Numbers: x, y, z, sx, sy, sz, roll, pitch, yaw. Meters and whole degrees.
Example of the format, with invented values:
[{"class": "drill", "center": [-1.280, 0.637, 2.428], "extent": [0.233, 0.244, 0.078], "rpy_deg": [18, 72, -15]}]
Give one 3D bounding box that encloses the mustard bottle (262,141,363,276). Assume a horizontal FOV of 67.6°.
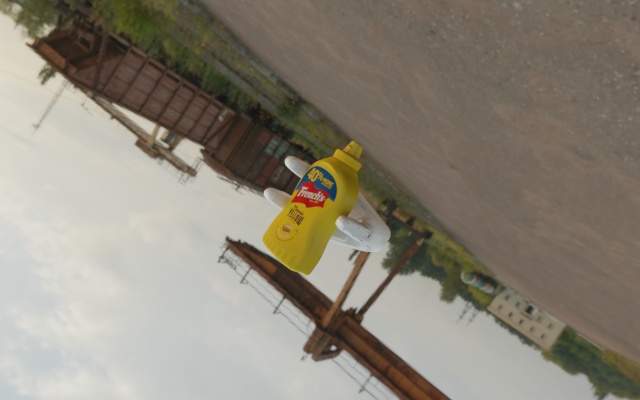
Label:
[{"class": "mustard bottle", "center": [0.000, 0.002, 0.665], "extent": [0.058, 0.191, 0.096], "rpy_deg": [31, 4, -42]}]
